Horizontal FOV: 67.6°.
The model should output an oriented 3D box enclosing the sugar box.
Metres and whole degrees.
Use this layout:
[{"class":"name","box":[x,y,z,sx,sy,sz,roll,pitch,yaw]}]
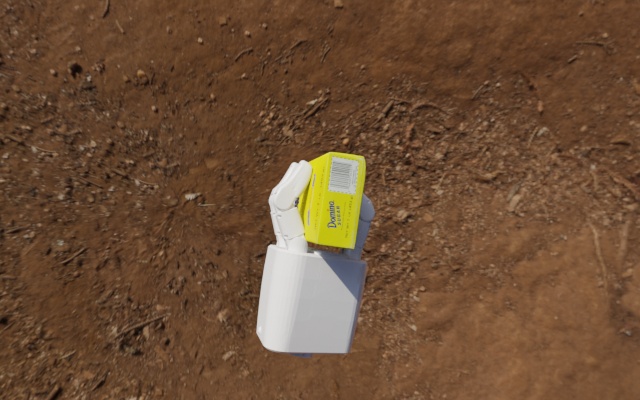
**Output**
[{"class":"sugar box","box":[0.000,0.002,0.545,0.048,0.093,0.176,10,-4,-15]}]
